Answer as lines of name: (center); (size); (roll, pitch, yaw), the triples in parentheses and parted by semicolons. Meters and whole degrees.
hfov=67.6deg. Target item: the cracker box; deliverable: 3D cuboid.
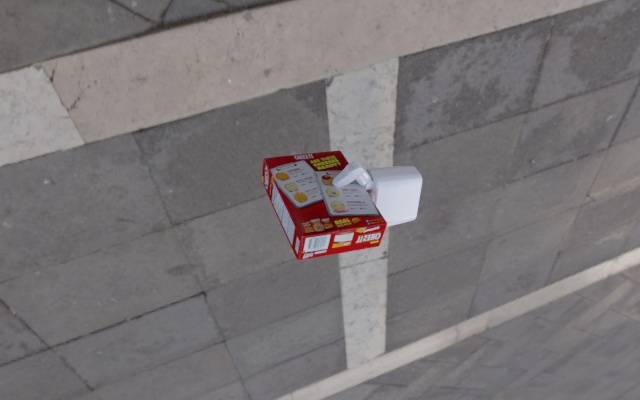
cracker box: (0.000, 0.003, 0.885); (0.164, 0.072, 0.213); (-8, 45, -23)
